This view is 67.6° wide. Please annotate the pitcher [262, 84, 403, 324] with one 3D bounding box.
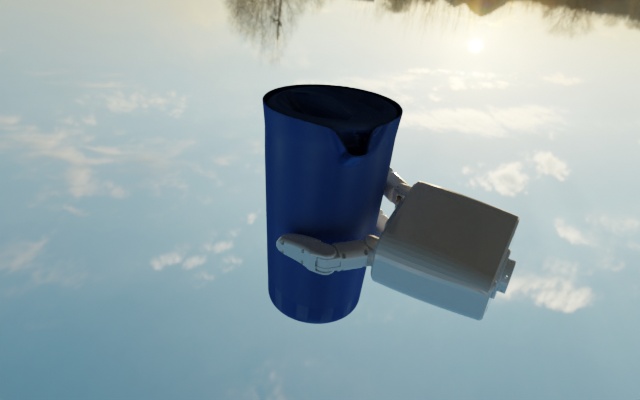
[{"bbox_3d":[0.000,0.002,0.515,0.145,0.243,0.149,19,31,23],"label":"pitcher"}]
